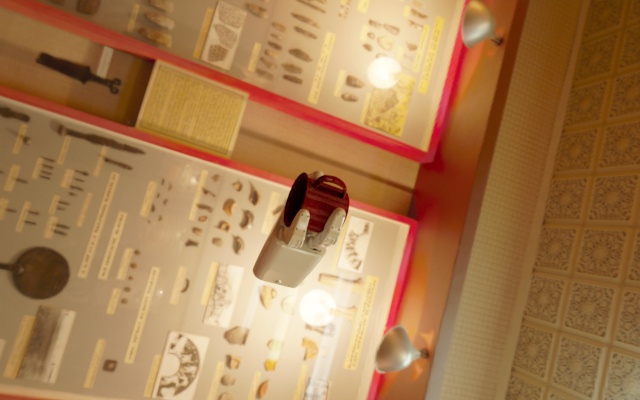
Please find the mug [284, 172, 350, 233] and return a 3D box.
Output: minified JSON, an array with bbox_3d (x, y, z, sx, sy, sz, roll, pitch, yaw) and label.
[{"bbox_3d":[0.001,0.002,0.777,0.081,0.093,0.117,18,-49,-20],"label":"mug"}]
